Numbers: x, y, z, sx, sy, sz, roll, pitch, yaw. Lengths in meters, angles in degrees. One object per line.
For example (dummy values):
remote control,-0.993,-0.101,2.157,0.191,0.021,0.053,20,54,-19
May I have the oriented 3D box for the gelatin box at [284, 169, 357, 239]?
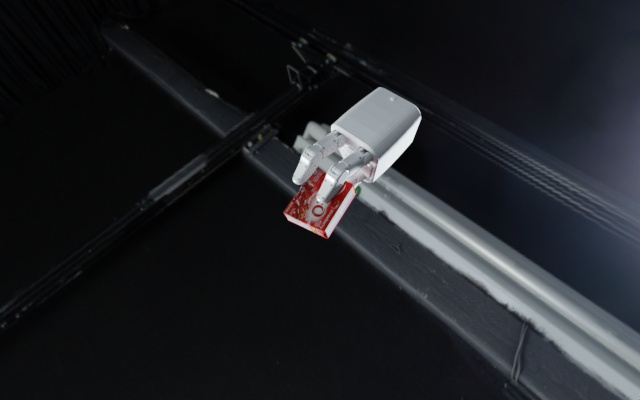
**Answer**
gelatin box,0.000,0.003,0.710,0.073,0.089,0.030,24,-20,26
